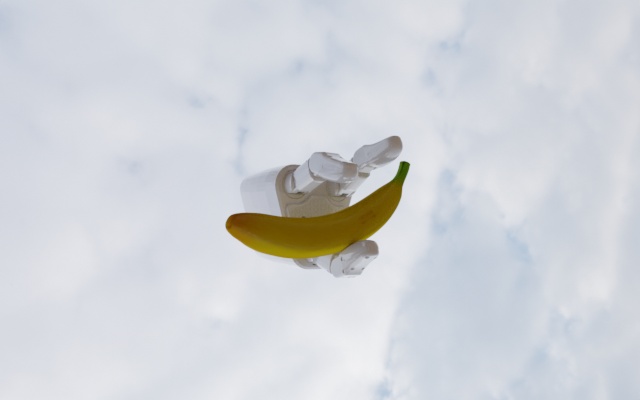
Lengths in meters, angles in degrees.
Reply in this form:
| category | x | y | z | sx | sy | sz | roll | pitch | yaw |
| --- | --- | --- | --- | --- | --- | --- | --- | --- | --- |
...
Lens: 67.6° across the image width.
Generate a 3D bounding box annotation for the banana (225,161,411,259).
| category | x | y | z | sx | sy | sz | roll | pitch | yaw |
| --- | --- | --- | --- | --- | --- | --- | --- | --- | --- |
| banana | 0.007 | 0.018 | 0.447 | 0.198 | 0.070 | 0.037 | -19 | 16 | -30 |
